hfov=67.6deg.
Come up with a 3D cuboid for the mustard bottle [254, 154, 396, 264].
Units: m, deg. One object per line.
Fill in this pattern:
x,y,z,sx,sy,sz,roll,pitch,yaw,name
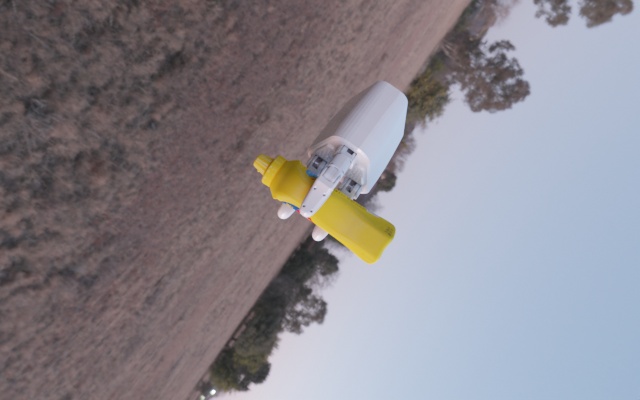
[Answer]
0.000,0.002,0.593,0.191,0.058,0.096,35,5,1,mustard bottle
